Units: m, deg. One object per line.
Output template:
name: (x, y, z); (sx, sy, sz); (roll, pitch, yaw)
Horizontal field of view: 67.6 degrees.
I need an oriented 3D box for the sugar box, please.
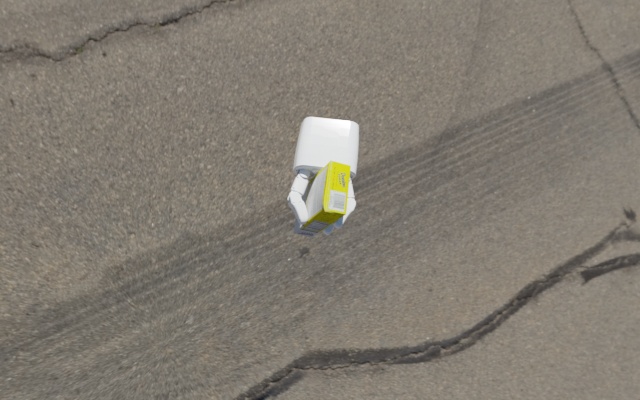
sugar box: (0.001, 0.003, 0.875); (0.048, 0.093, 0.176); (13, -20, -14)
